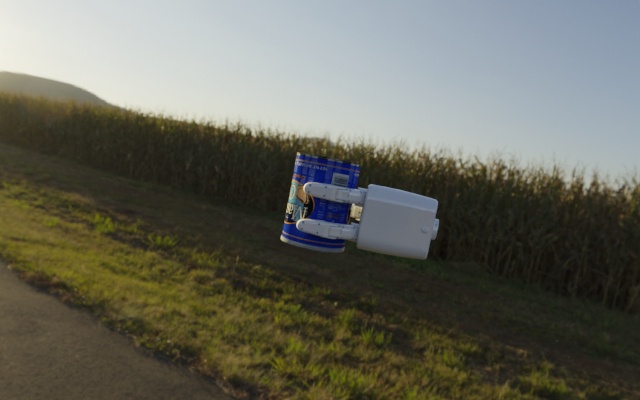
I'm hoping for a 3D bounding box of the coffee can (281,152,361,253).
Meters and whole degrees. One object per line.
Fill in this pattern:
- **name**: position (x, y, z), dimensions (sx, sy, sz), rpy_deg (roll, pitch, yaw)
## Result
- **coffee can**: position (0.000, 0.003, 0.755), dimensions (0.103, 0.140, 0.103), rpy_deg (11, 4, -1)
